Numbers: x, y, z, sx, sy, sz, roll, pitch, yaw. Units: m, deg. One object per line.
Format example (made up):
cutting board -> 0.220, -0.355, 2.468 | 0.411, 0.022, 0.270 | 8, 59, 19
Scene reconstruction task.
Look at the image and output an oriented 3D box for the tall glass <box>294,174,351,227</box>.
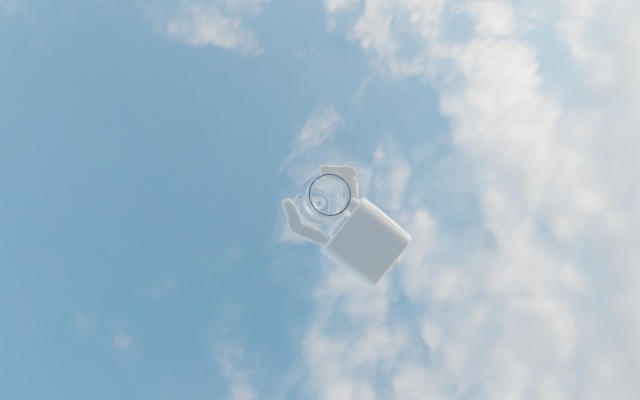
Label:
tall glass -> 0.000, 0.003, 0.783 | 0.079, 0.079, 0.201 | 0, -6, -8
